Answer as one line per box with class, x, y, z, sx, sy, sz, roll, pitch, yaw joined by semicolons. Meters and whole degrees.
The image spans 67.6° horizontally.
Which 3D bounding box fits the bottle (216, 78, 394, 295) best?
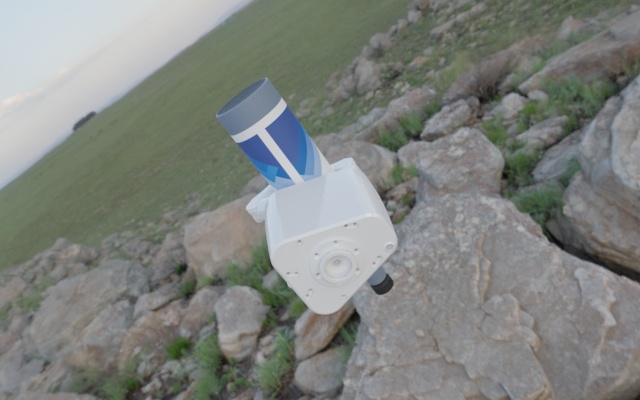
bottle;0.000;0.002;0.547;0.069;0.296;0.069;-30;24;15
